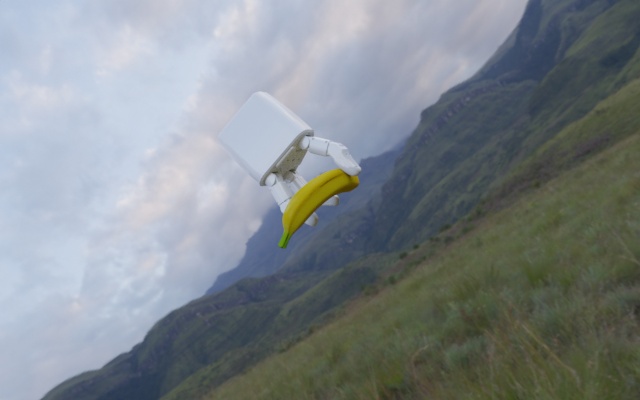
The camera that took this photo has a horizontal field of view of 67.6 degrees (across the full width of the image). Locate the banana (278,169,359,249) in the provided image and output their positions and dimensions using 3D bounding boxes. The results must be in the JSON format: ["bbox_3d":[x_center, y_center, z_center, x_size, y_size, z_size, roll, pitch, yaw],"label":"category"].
[{"bbox_3d":[0.003,-0.009,0.688,0.037,0.070,0.197,37,46,17],"label":"banana"}]
